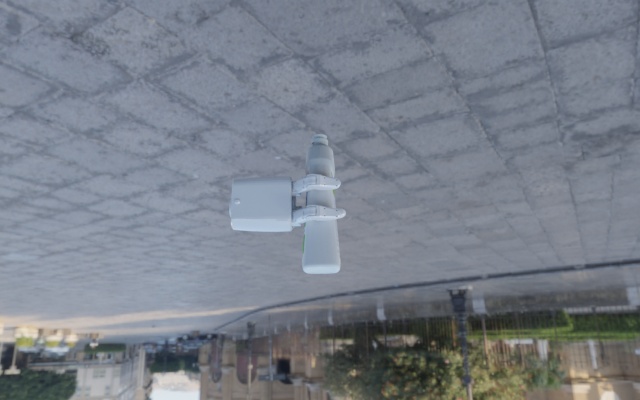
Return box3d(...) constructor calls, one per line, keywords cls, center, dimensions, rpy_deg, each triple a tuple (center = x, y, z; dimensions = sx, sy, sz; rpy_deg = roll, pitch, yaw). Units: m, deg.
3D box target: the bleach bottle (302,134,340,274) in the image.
box3d(cls="bleach bottle", center=(0.000, 0.003, 0.876), dimensions=(0.068, 0.250, 0.102), rpy_deg=(-1, -16, 0))
